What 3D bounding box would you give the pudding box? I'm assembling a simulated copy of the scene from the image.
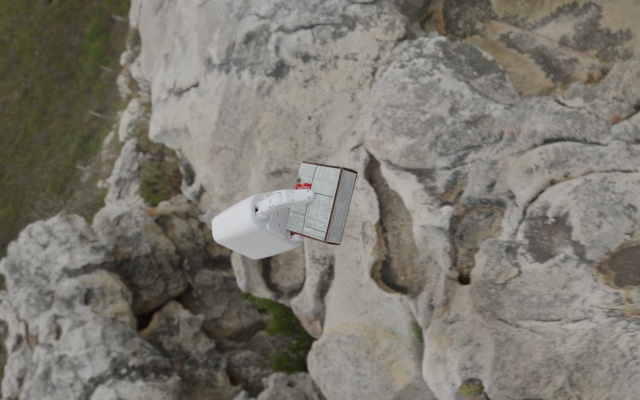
[{"bbox_3d":[0.000,0.002,0.708,0.090,0.113,0.039,14,2,44],"label":"pudding box"}]
